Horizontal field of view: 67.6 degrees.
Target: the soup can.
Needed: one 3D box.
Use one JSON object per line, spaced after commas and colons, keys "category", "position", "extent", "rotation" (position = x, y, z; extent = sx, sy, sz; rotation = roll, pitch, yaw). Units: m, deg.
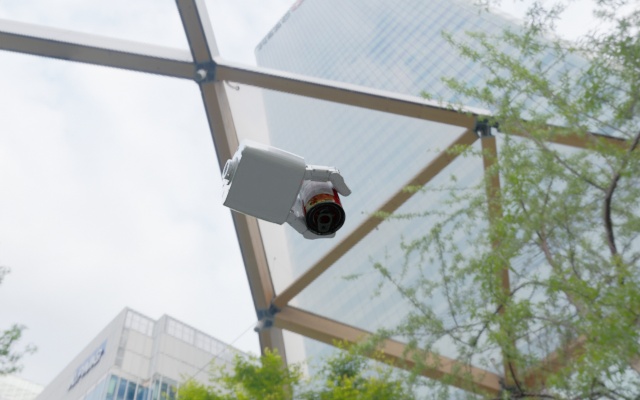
{"category": "soup can", "position": [0.001, 0.003, 0.815], "extent": [0.068, 0.068, 0.102], "rotation": [0, 33, -11]}
